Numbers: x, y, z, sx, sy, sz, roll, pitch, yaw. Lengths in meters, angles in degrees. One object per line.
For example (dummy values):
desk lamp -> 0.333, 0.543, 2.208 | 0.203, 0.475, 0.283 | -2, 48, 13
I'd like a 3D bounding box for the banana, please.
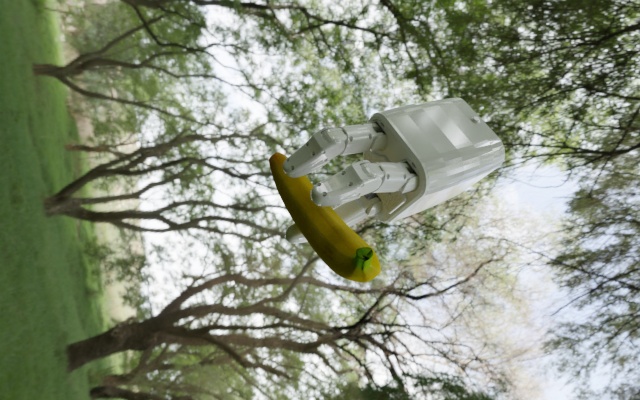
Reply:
banana -> 0.004, 0.019, 0.434 | 0.037, 0.070, 0.197 | -21, 34, -19
